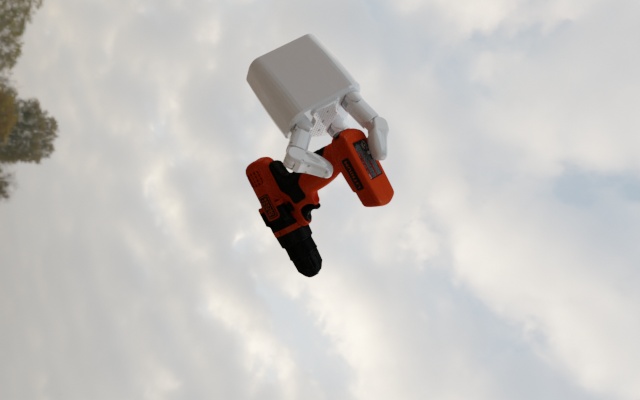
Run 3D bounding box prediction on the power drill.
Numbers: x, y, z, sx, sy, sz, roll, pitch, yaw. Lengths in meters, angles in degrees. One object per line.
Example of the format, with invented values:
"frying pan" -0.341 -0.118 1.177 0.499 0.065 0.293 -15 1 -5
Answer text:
"power drill" 0.000 0.002 0.636 0.188 0.184 0.057 -25 5 34
